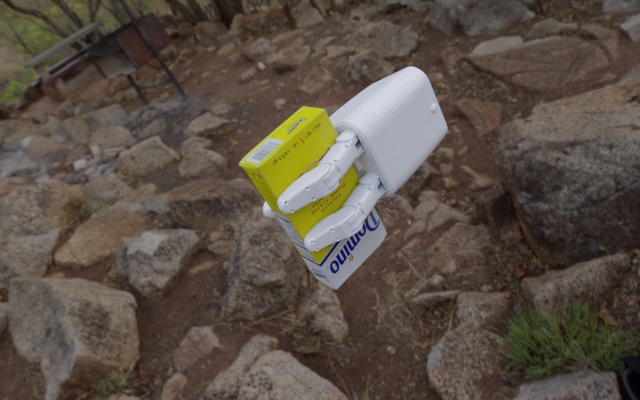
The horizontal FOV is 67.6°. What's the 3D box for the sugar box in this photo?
[{"bbox_3d":[0.000,0.002,0.500,0.093,0.176,0.048,-44,33,-19],"label":"sugar box"}]
